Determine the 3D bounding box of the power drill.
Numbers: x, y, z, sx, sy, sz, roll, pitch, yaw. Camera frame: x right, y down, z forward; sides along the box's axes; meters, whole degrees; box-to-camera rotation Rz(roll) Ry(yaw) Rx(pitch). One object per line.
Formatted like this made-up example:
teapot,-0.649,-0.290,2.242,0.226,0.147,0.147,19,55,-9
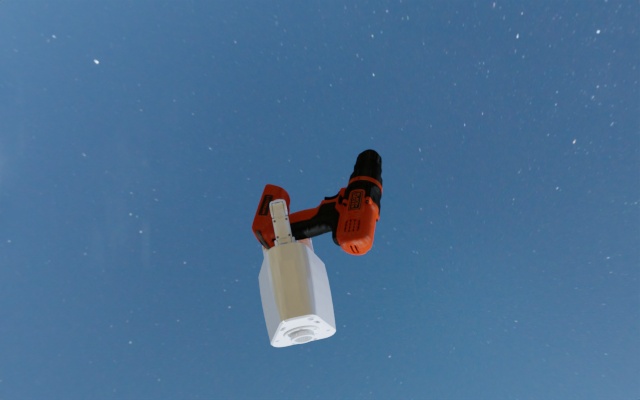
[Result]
power drill,0.000,0.003,0.716,0.187,0.184,0.057,-8,-45,24
